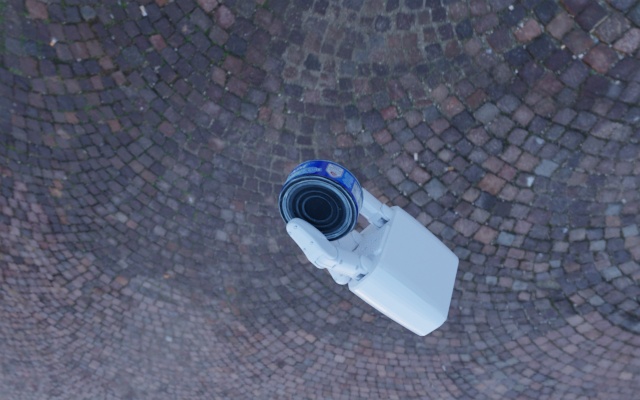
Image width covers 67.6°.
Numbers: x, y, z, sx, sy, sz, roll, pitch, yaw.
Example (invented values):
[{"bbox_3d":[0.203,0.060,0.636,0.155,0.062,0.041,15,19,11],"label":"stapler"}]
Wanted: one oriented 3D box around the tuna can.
[{"bbox_3d":[0.000,0.002,0.500,0.086,0.086,0.033,0,33,17],"label":"tuna can"}]
